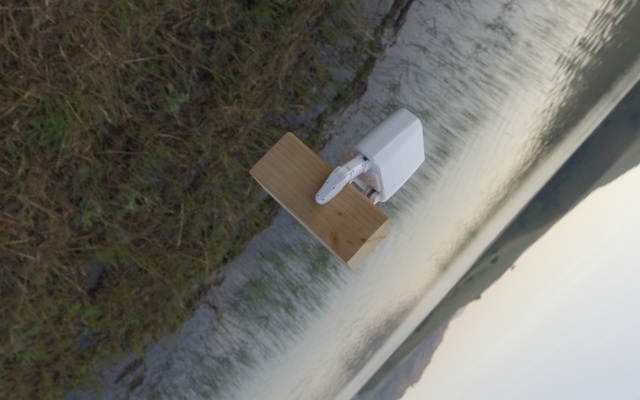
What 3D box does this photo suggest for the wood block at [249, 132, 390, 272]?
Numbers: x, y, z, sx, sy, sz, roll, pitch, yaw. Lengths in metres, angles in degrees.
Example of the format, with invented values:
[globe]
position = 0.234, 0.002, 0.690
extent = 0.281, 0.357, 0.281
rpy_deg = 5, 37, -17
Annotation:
[wood block]
position = 0.000, 0.002, 0.734
extent = 0.206, 0.090, 0.091
rpy_deg = 42, -7, 18
